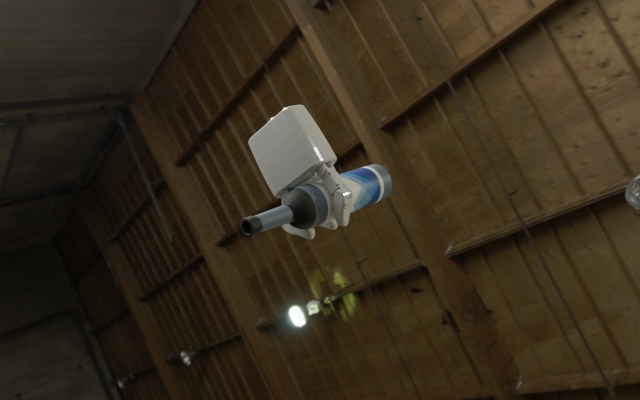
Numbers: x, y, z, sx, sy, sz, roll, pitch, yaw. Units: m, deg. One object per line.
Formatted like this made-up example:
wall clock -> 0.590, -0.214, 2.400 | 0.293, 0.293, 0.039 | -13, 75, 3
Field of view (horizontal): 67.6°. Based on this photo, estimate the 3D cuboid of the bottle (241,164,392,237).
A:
bottle -> 0.000, 0.002, 0.753 | 0.069, 0.069, 0.295 | 0, 14, 45
